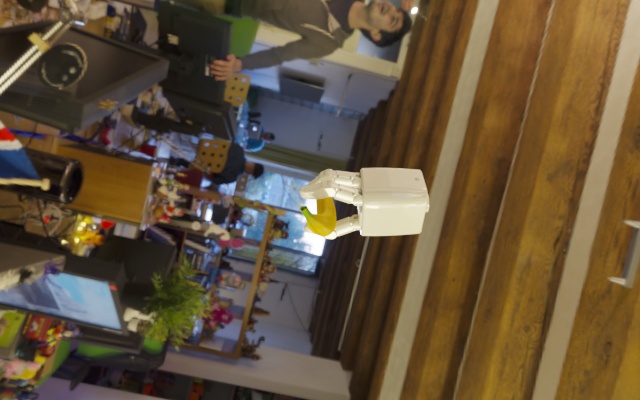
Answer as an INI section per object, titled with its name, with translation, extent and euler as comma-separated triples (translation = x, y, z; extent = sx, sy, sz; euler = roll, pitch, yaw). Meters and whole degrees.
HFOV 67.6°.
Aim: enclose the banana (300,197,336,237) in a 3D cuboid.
[banana]
translation = 0.005, 0.021, 0.820
extent = 0.037, 0.069, 0.197
euler = -15, 8, 9
